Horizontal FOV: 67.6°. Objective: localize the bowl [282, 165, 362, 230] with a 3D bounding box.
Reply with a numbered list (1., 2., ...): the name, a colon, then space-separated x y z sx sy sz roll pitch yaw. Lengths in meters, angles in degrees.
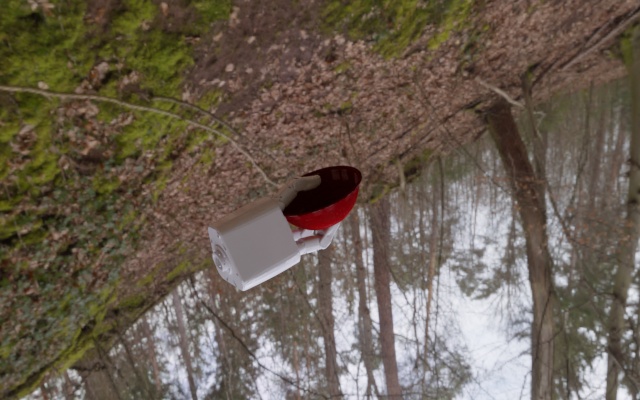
1. bowl: 0.001 0.002 0.809 0.162 0.055 0.162 -18 25 9
